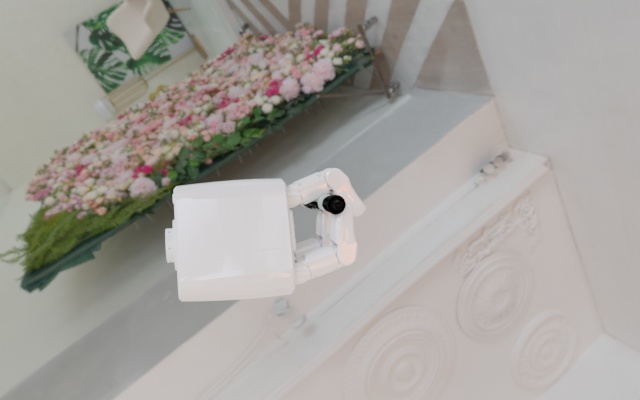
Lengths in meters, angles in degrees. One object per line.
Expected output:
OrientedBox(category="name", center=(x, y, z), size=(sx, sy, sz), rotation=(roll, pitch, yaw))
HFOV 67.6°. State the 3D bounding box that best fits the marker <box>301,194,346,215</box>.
OrientedBox(category="marker", center=(0.000, 0.002, 0.501), size=(0.020, 0.020, 0.121), rotation=(0, 3, -16))
